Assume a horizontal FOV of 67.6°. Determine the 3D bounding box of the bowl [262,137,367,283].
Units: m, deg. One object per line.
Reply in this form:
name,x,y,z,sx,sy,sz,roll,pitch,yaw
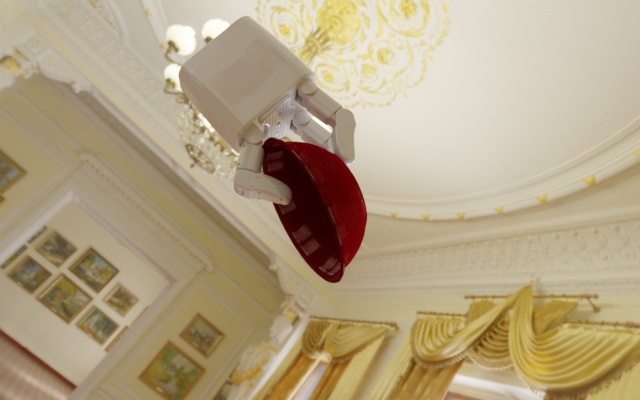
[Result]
bowl,0.001,0.003,0.495,0.055,0.162,0.162,-25,9,-20
